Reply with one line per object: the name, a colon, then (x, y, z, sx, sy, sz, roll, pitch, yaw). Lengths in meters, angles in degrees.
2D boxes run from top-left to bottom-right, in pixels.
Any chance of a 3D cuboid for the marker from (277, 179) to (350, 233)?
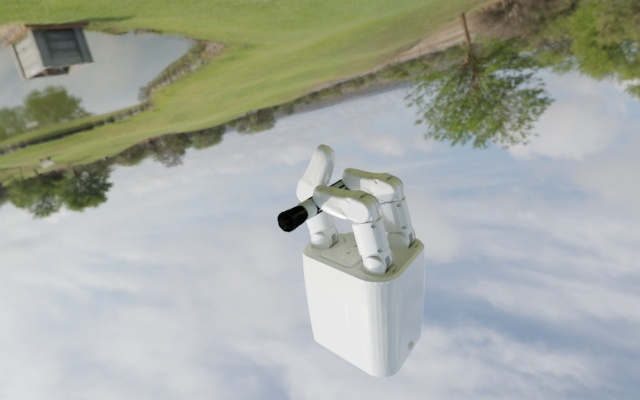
marker: (0.000, 0.001, 0.444, 0.020, 0.020, 0.121, 0, 18, 34)
